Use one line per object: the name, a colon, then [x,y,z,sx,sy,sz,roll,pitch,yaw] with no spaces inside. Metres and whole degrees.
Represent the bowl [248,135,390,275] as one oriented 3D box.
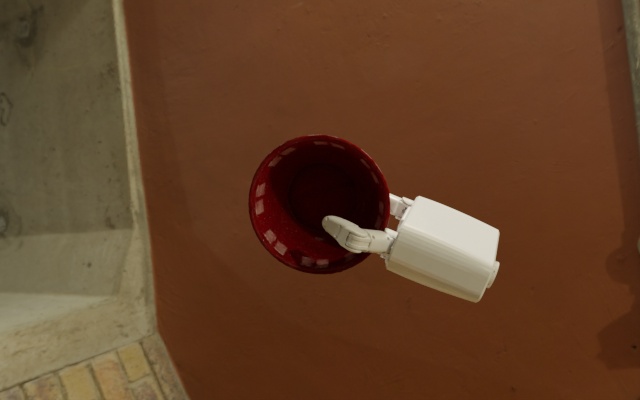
bowl: [-0.001,0.001,0.562,0.162,0.162,0.055,0,13,6]
